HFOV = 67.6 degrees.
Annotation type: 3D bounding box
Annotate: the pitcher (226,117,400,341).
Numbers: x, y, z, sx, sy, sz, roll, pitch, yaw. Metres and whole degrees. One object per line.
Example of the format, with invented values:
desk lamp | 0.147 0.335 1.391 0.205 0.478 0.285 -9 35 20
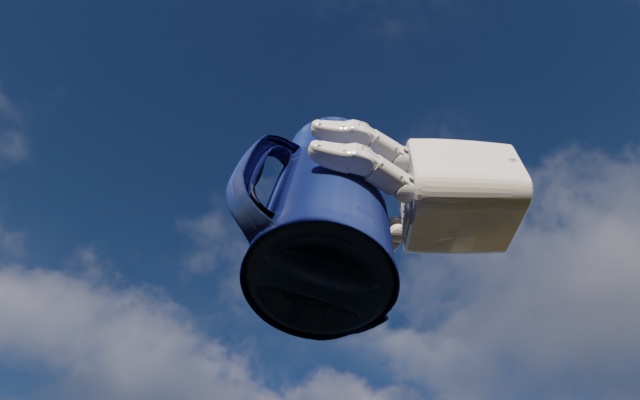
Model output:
pitcher | 0.000 0.002 0.485 0.145 0.149 0.242 2 33 3
